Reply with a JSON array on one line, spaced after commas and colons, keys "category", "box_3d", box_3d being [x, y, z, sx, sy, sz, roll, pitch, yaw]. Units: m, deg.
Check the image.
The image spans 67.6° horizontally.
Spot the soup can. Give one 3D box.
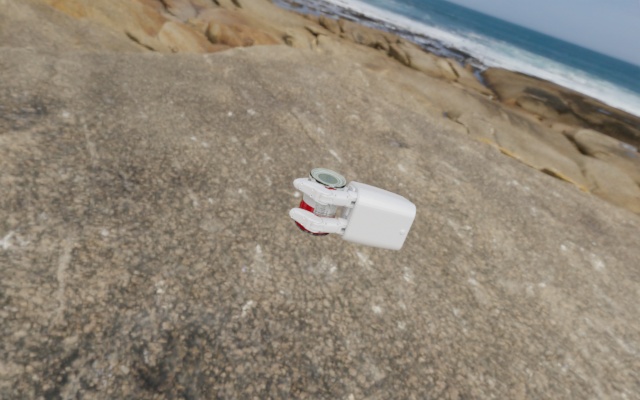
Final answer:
[{"category": "soup can", "box_3d": [0.000, 0.002, 0.841, 0.068, 0.102, 0.068, 15, 27, -8]}]
